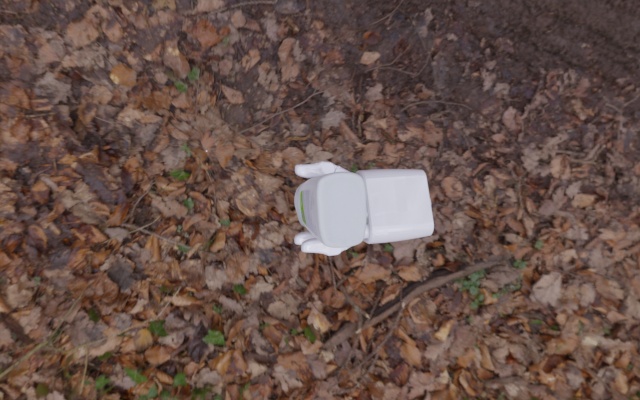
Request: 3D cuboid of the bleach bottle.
[{"bbox_3d":[0.000,0.002,0.730,0.068,0.102,0.251,-4,7,-13],"label":"bleach bottle"}]
